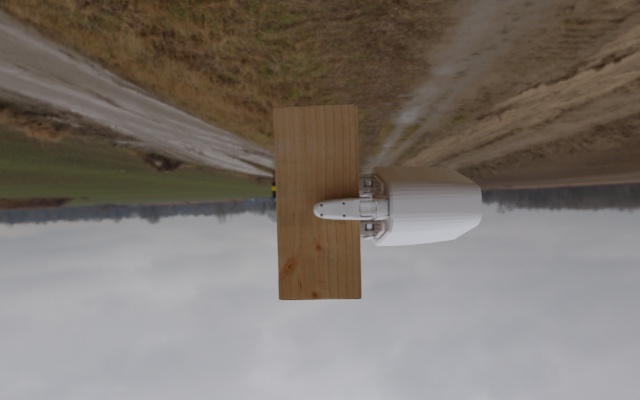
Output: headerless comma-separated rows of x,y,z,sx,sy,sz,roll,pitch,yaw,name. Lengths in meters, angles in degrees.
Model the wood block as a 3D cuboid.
0.000,0.002,0.545,0.090,0.206,0.091,-2,0,5,wood block
